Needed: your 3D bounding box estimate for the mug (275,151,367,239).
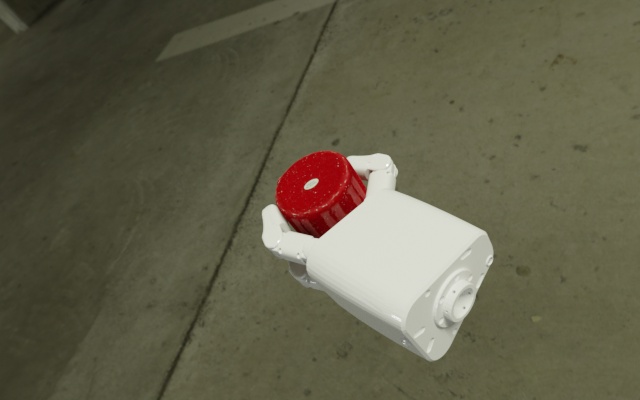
[{"bbox_3d":[-0.001,0.001,0.485,0.117,0.093,0.081,24,-21,43],"label":"mug"}]
